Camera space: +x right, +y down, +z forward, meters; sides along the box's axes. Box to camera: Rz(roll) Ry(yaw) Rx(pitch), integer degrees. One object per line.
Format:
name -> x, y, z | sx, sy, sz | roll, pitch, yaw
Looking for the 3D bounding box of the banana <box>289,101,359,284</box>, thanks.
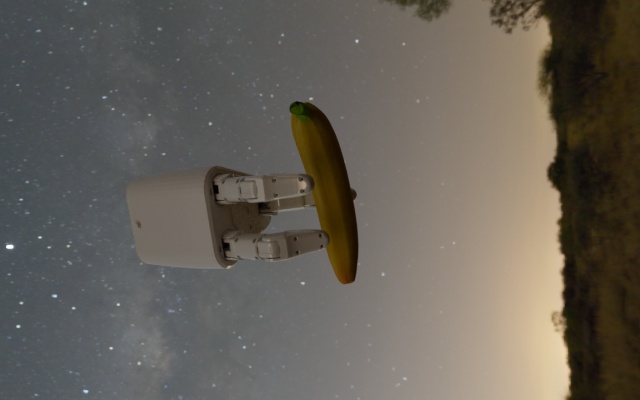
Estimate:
banana -> 0.004, -0.012, 0.448 | 0.037, 0.198, 0.069 | -4, 35, 22
